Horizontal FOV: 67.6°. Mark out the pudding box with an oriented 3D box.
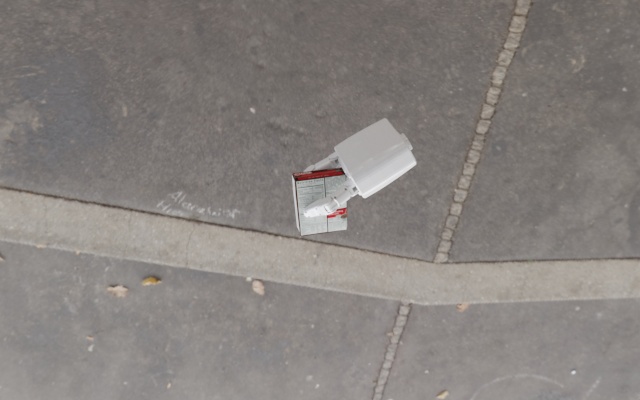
[{"bbox_3d":[0.000,0.003,0.831,0.090,0.113,0.039,-7,25,-7],"label":"pudding box"}]
